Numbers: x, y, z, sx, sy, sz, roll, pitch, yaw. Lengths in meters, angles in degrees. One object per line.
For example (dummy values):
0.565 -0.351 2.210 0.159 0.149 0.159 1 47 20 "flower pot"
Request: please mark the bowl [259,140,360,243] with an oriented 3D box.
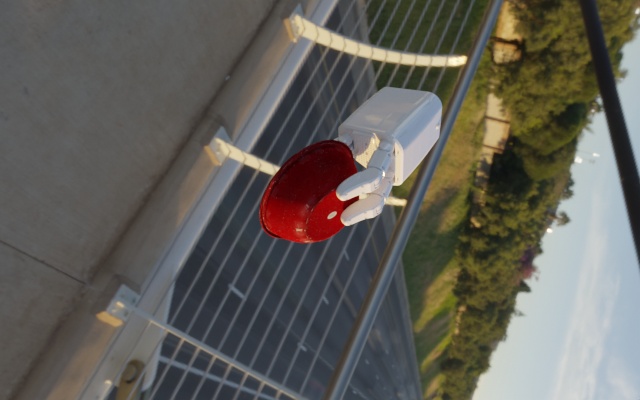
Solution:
-0.001 0.003 0.636 0.162 0.162 0.055 0 35 -49 "bowl"
